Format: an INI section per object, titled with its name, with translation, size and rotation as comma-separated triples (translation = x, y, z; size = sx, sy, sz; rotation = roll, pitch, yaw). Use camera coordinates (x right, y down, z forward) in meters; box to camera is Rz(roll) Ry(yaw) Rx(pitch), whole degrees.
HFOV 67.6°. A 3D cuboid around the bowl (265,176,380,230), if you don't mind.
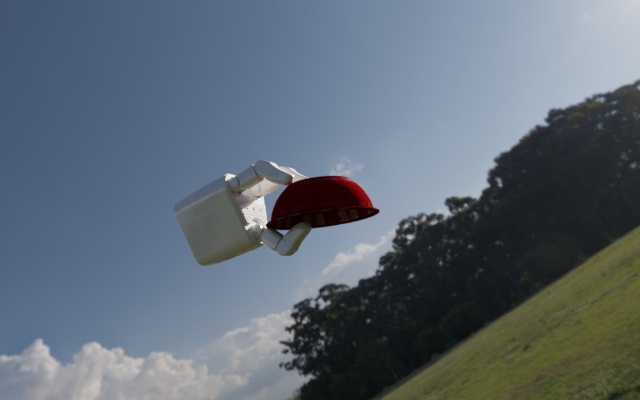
[bowl]
translation = 0.001, 0.002, 0.677
size = 0.162, 0.055, 0.162
rotation = -7, -10, -1
